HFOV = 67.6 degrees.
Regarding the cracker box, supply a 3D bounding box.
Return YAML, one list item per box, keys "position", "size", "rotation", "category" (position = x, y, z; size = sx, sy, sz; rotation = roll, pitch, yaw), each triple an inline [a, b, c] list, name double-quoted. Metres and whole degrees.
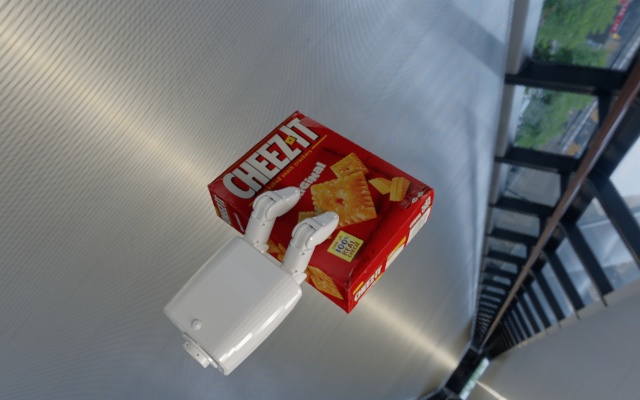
- position: [0.000, 0.002, 0.567]
  size: [0.213, 0.164, 0.072]
  rotation: [34, -28, 23]
  category: "cracker box"
